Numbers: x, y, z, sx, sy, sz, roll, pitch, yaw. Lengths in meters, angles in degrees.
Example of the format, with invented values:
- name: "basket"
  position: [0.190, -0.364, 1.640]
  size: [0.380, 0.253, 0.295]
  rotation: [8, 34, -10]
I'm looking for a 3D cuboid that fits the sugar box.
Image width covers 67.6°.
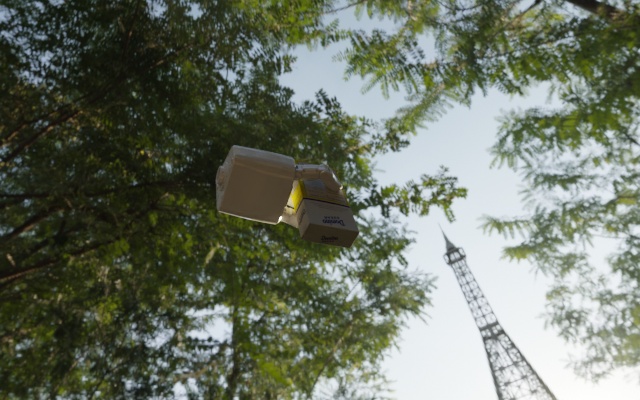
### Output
- name: "sugar box"
  position: [0.000, 0.003, 0.834]
  size: [0.093, 0.048, 0.176]
  rotation: [12, 39, -22]
